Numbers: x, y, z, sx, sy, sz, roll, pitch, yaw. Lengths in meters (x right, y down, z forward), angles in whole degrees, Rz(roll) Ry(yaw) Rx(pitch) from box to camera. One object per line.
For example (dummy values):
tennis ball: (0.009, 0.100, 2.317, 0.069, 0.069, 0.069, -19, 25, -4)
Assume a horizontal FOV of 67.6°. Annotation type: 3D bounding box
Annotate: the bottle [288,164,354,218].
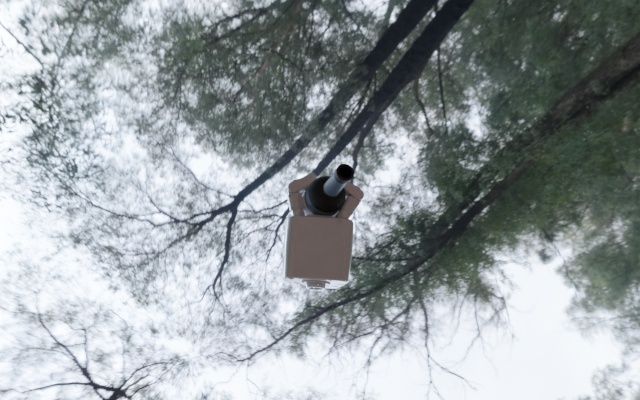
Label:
bottle: (0.000, 0.003, 0.837, 0.069, 0.069, 0.296, 0, -18, -15)
